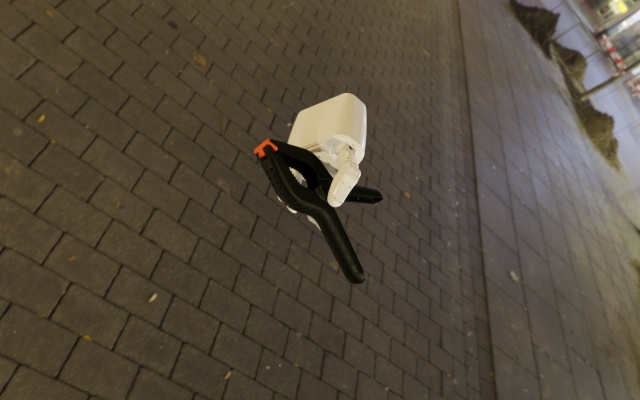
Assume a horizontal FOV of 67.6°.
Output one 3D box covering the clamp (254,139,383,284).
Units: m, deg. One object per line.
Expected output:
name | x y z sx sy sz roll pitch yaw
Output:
clamp | 0.000 0.001 0.619 0.210 0.164 0.036 35 -46 -25
